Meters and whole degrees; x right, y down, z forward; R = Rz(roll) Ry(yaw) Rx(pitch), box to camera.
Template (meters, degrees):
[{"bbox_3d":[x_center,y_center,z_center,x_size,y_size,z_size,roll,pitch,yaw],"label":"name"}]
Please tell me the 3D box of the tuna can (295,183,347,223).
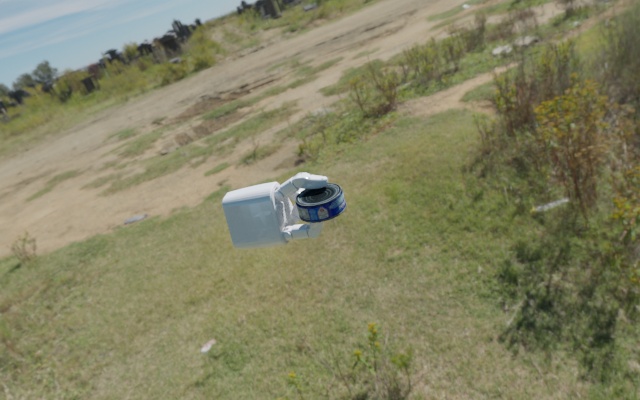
[{"bbox_3d":[0.000,0.002,0.829,0.086,0.034,0.086,-12,25,6],"label":"tuna can"}]
